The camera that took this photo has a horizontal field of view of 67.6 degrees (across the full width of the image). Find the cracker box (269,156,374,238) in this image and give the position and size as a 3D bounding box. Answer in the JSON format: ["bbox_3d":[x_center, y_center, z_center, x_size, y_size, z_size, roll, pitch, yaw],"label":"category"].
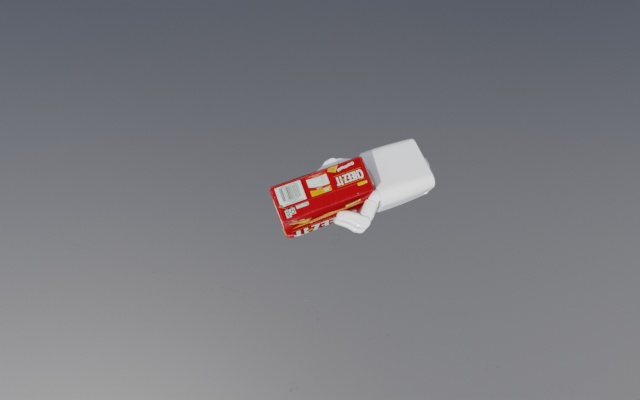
[{"bbox_3d":[0.000,0.003,0.878,0.164,0.072,0.214,-20,-11,-6],"label":"cracker box"}]
